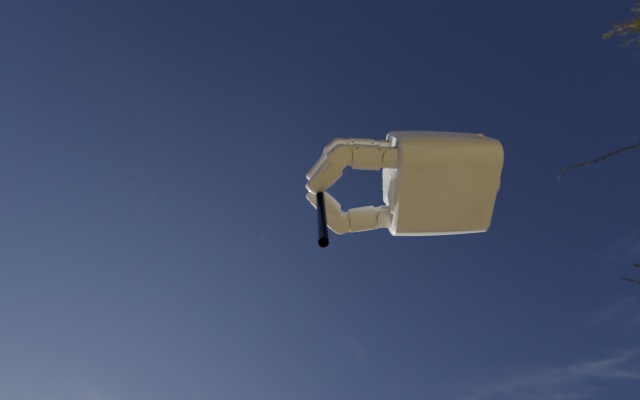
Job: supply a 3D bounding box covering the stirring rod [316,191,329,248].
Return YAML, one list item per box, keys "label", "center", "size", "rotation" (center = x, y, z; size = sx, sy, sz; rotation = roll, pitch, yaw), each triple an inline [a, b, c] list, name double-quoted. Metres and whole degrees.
- label: "stirring rod"
  center: [0.000, 0.002, 0.461]
  size: [0.011, 0.011, 0.239]
  rotation: [0, 14, -1]
